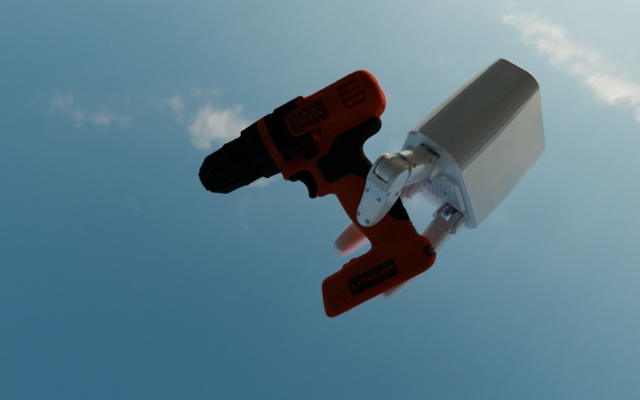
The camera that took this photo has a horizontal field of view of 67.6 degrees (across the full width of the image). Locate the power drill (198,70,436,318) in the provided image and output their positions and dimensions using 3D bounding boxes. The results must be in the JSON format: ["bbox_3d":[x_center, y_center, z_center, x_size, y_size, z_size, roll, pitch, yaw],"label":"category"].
[{"bbox_3d":[0.001,0.002,0.419,0.184,0.187,0.057,-28,-9,10],"label":"power drill"}]
